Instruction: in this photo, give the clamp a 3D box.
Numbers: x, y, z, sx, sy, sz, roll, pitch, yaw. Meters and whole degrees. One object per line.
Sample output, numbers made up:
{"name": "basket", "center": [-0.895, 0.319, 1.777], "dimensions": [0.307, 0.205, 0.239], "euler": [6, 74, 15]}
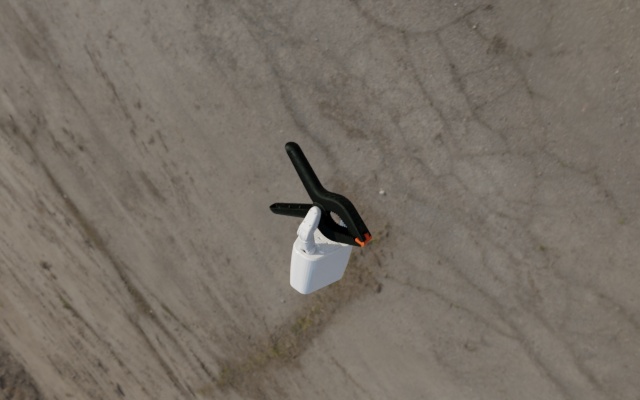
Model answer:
{"name": "clamp", "center": [0.000, 0.003, 0.822], "dimensions": [0.210, 0.165, 0.036], "euler": [31, 44, 23]}
